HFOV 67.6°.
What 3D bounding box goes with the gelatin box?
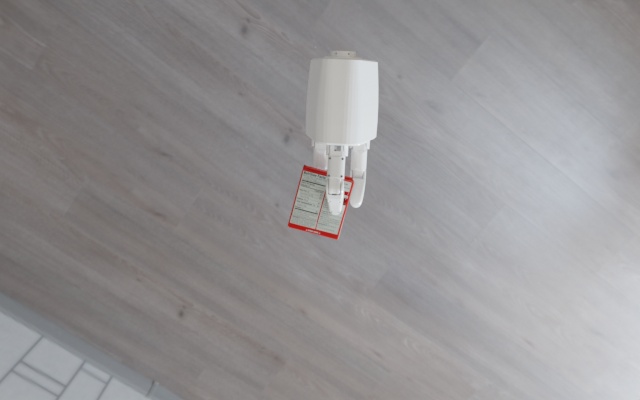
[{"bbox_3d":[0.000,0.003,0.663,0.073,0.089,0.030,14,12,-4],"label":"gelatin box"}]
